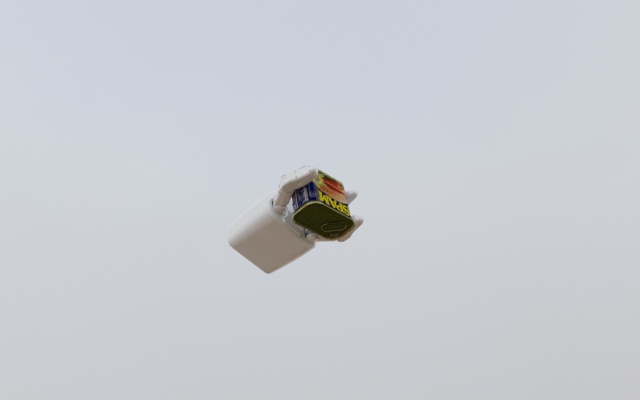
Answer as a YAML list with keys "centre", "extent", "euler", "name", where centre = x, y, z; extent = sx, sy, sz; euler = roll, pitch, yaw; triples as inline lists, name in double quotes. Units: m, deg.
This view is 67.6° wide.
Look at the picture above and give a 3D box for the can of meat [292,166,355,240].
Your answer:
- centre: [0.000, 0.002, 0.752]
  extent: [0.102, 0.083, 0.057]
  euler: [28, -54, -37]
  name: "can of meat"
